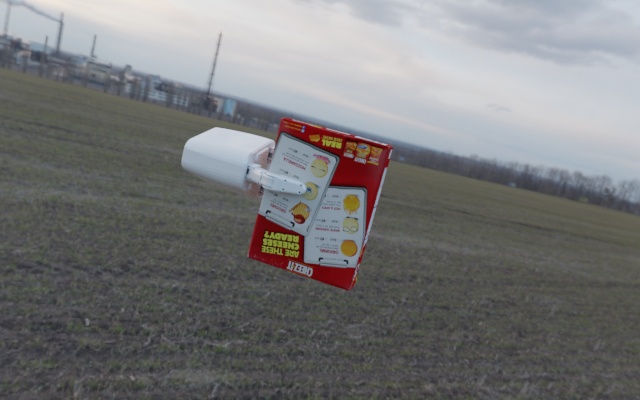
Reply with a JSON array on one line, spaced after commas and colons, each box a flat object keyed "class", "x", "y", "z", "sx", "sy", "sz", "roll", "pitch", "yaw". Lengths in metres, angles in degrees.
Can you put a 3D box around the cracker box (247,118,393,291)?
[{"class": "cracker box", "x": 0.000, "y": 0.002, "z": 0.706, "sx": 0.164, "sy": 0.214, "sz": 0.072, "roll": 17, "pitch": 9, "yaw": 12}]
